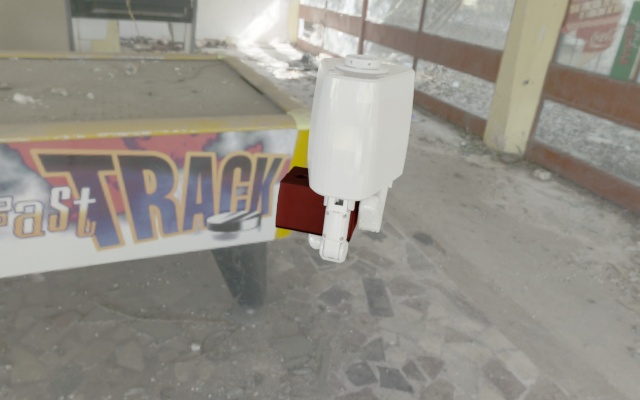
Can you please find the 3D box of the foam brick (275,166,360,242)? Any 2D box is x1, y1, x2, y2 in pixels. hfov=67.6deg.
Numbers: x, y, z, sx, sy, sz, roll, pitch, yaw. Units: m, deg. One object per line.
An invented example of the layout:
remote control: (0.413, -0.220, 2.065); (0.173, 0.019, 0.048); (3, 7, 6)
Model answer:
foam brick: (0.000, 0.002, 0.482); (0.078, 0.051, 0.053); (10, 25, 10)
